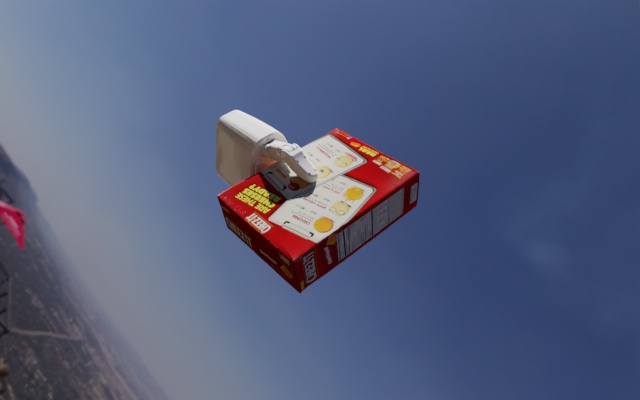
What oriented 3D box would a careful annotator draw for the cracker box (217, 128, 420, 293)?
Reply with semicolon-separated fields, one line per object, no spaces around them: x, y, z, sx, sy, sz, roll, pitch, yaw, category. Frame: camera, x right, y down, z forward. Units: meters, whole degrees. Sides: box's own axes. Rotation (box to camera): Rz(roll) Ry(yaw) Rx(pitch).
0.000;0.002;0.639;0.213;0.072;0.164;-34;47;-26;cracker box
